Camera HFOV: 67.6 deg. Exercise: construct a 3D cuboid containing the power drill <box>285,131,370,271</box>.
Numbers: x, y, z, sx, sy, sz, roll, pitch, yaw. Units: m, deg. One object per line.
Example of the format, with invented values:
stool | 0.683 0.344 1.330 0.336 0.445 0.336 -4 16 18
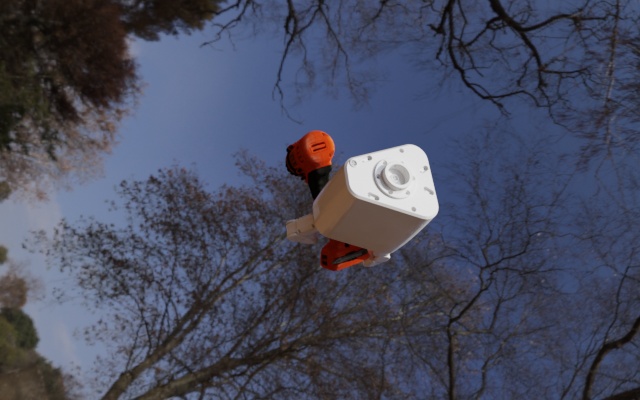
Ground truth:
power drill | 0.000 0.003 0.680 0.057 0.187 0.184 -20 1 -10
